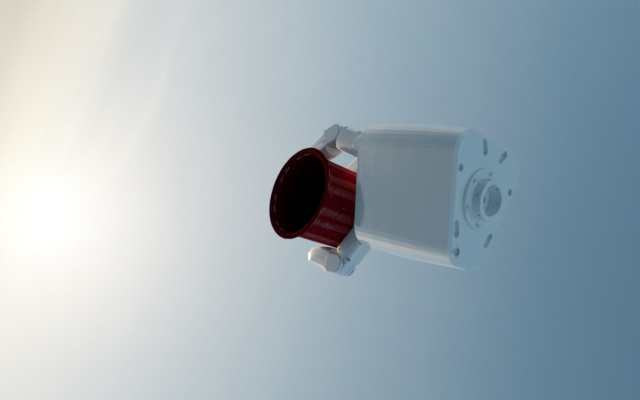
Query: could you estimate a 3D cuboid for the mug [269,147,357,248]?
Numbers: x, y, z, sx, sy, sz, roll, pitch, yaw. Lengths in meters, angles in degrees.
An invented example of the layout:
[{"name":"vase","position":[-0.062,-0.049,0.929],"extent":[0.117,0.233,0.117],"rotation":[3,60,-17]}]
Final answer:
[{"name":"mug","position":[-0.001,0.002,0.498],"extent":[0.081,0.093,0.117],"rotation":[20,-4,-37]}]
